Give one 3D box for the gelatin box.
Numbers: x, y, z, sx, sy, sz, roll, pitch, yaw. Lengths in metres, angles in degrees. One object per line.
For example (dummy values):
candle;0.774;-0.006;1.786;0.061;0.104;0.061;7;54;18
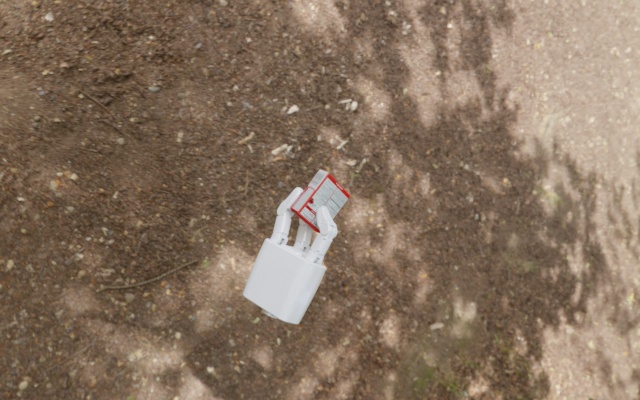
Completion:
gelatin box;0.001;0.003;0.822;0.030;0.089;0.073;29;-11;49
